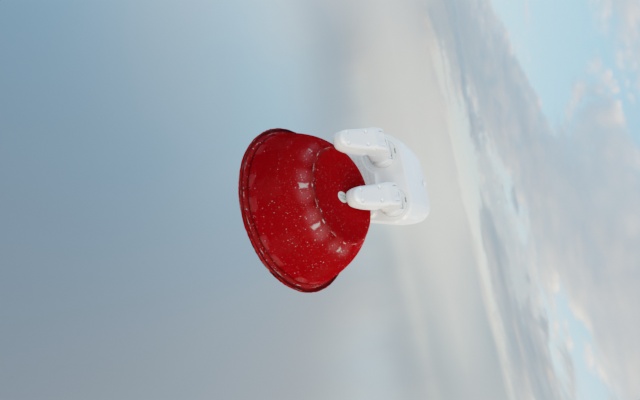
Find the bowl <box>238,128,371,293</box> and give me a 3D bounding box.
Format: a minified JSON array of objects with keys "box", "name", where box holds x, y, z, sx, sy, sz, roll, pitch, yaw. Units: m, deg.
[{"box":[0.000,0.002,0.444,0.055,0.162,0.162,-17,-10,34],"name":"bowl"}]
